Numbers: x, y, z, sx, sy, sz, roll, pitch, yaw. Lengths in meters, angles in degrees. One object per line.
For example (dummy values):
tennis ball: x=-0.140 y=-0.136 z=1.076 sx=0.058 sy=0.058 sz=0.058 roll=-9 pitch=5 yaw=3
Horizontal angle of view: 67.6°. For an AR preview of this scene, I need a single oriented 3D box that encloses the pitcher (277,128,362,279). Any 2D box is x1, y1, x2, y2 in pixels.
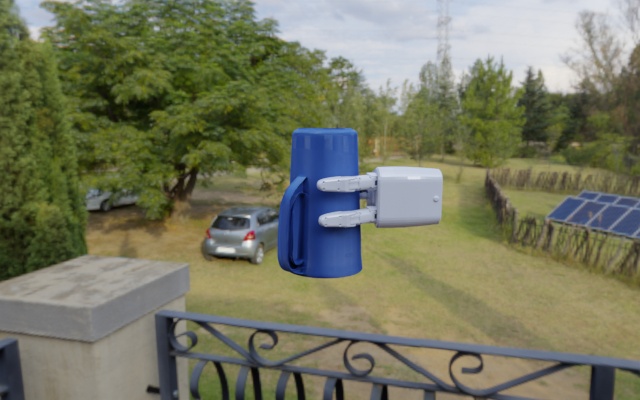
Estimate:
pitcher: x=0.000 y=0.003 z=0.793 sx=0.145 sy=0.243 sz=0.149 roll=-1 pitch=9 yaw=-5
